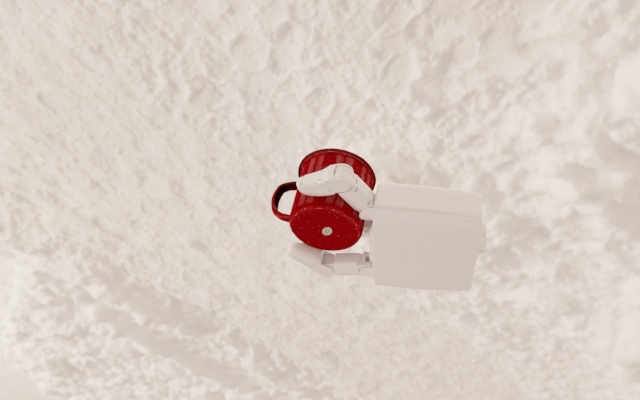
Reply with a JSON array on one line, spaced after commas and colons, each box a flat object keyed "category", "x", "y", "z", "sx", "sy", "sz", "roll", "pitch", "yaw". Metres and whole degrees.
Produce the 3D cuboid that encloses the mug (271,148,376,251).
[{"category": "mug", "x": -0.001, "y": 0.002, "z": 0.539, "sx": 0.117, "sy": 0.081, "sz": 0.093, "roll": 3, "pitch": -40, "yaw": 13}]
